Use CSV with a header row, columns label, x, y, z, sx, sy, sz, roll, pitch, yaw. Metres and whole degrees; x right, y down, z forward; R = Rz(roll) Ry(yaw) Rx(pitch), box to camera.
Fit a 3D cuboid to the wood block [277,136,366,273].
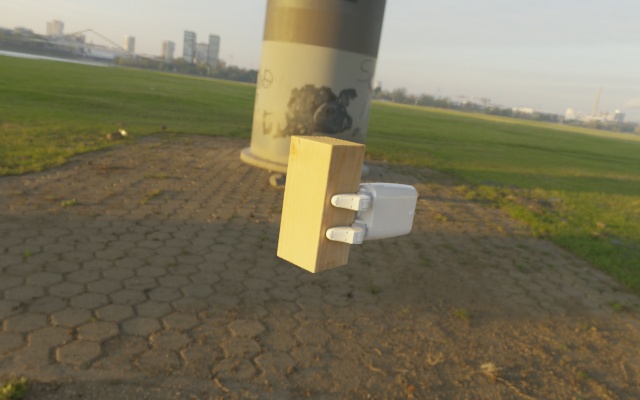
label,x,y,z,sx,sy,sz,roll,pitch,yaw
wood block,0.000,0.002,0.794,0.091,0.206,0.090,19,17,40
